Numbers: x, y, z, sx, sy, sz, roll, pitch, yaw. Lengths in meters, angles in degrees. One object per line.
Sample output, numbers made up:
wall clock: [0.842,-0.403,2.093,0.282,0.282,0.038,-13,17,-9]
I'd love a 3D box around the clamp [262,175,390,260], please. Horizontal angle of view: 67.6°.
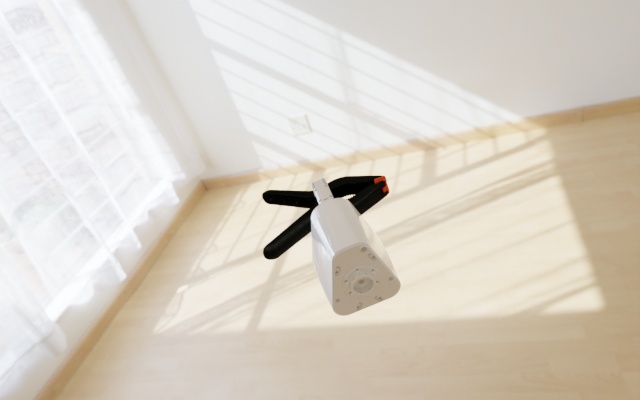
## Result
clamp: [0.000,0.002,0.742,0.210,0.036,0.164,-22,35,-1]
